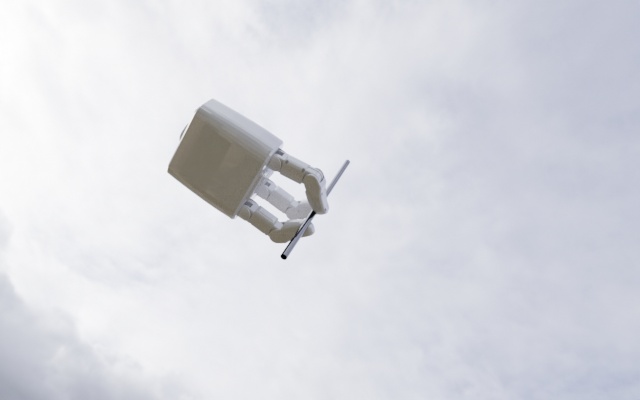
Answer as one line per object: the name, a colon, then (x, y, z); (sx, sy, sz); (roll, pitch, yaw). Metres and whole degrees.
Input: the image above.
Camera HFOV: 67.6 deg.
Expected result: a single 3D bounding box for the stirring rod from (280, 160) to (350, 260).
stirring rod: (0.000, 0.002, 0.617); (0.011, 0.011, 0.239); (0, 30, 23)
